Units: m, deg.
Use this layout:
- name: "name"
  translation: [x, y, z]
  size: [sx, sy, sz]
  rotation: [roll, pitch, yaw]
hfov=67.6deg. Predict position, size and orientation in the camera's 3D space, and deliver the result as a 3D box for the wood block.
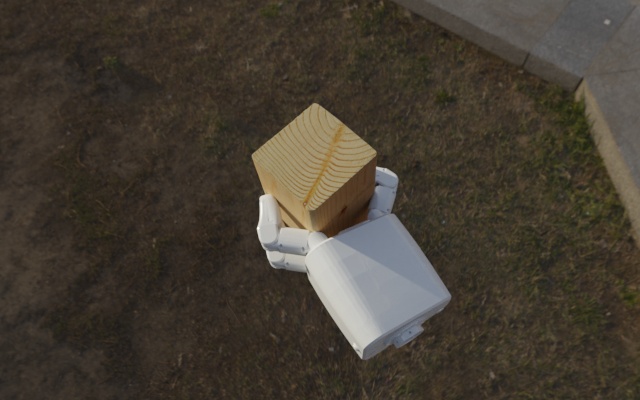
- name: "wood block"
  translation: [0.001, 0.002, 0.547]
  size: [0.090, 0.091, 0.206]
  rotation: [42, -17, 21]
